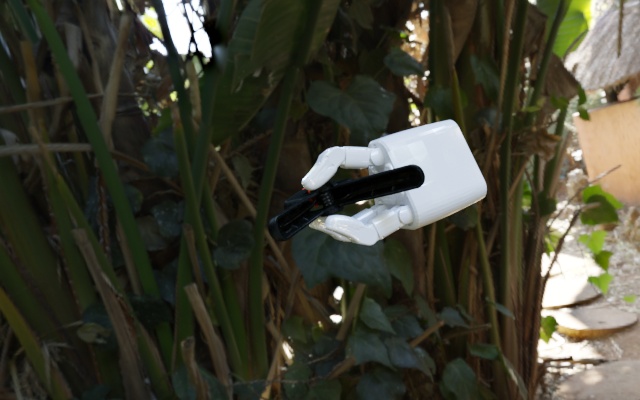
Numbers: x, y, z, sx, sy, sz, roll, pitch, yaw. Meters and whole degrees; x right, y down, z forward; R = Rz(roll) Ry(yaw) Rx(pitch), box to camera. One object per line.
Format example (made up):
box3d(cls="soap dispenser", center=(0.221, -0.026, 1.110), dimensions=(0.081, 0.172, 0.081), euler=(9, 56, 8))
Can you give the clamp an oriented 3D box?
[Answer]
box3d(cls="clamp", center=(0.000, 0.001, 0.545), dimensions=(0.164, 0.036, 0.210), euler=(-21, 6, -18))
